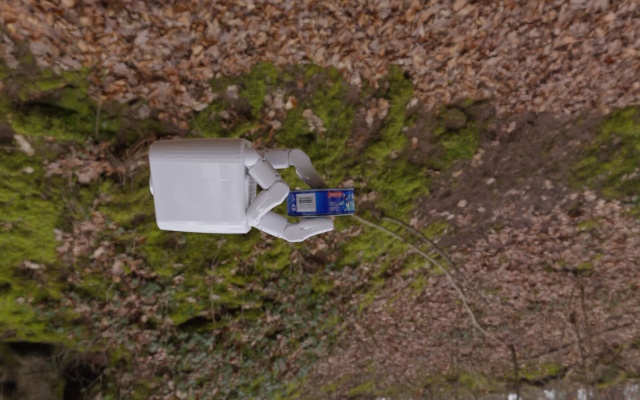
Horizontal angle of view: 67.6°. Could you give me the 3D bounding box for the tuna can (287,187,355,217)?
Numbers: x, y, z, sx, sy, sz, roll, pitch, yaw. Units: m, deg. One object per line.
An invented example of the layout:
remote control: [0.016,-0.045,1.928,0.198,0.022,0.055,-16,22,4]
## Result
tuna can: [0.000,0.003,0.599,0.086,0.034,0.086,-2,0,0]
